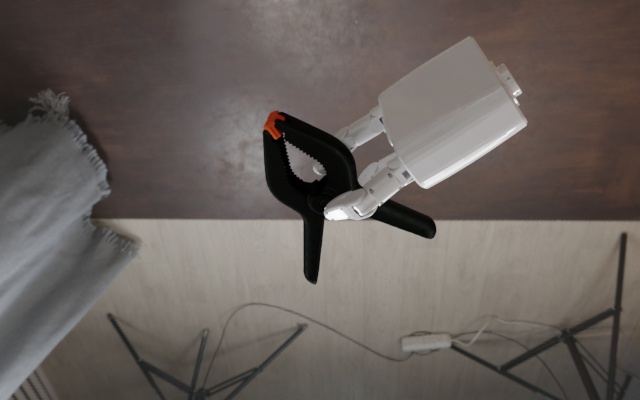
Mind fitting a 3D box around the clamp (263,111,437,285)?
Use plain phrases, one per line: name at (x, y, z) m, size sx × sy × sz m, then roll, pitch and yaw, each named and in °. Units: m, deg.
clamp at (0.000, 0.002, 0.505) m, size 0.164 × 0.210 × 0.036 m, roll -32°, pitch 25°, yaw 24°
